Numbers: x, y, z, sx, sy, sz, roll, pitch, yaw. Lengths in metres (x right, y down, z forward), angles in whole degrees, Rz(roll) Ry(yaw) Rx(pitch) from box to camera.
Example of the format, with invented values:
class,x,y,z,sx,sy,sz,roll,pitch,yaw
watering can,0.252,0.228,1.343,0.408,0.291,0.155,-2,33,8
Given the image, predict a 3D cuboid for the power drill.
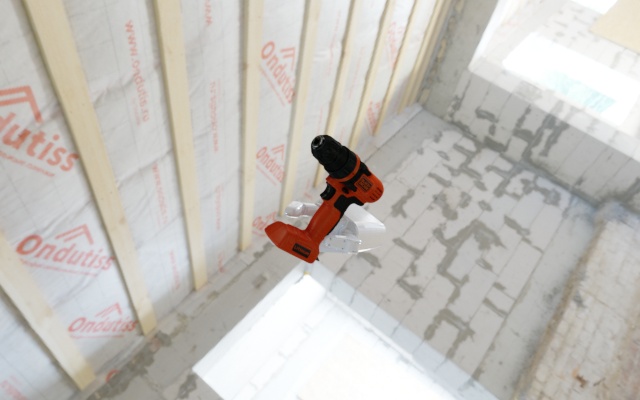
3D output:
class,x,y,z,sx,sy,sz,roll,pitch,yaw
power drill,0.000,0.003,0.756,0.184,0.187,0.057,36,8,-46
